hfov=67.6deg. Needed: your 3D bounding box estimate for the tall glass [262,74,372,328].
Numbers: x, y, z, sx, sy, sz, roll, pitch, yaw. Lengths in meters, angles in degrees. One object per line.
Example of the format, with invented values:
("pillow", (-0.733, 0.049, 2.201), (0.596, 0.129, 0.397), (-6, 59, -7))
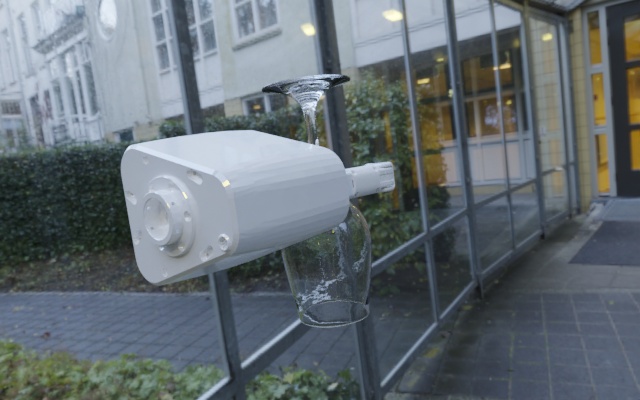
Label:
("tall glass", (0.000, 0.001, 0.406), (0.079, 0.201, 0.079), (-7, 6, 1))
